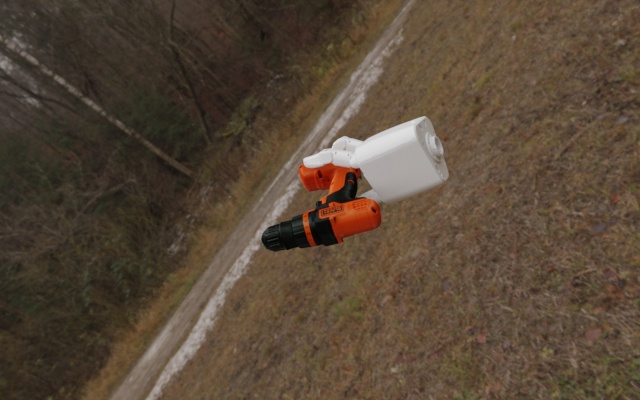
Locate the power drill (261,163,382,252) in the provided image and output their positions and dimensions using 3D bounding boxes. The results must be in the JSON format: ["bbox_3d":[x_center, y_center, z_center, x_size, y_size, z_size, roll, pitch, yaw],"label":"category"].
[{"bbox_3d":[0.000,0.002,0.766,0.184,0.057,0.187,-13,35,9],"label":"power drill"}]
